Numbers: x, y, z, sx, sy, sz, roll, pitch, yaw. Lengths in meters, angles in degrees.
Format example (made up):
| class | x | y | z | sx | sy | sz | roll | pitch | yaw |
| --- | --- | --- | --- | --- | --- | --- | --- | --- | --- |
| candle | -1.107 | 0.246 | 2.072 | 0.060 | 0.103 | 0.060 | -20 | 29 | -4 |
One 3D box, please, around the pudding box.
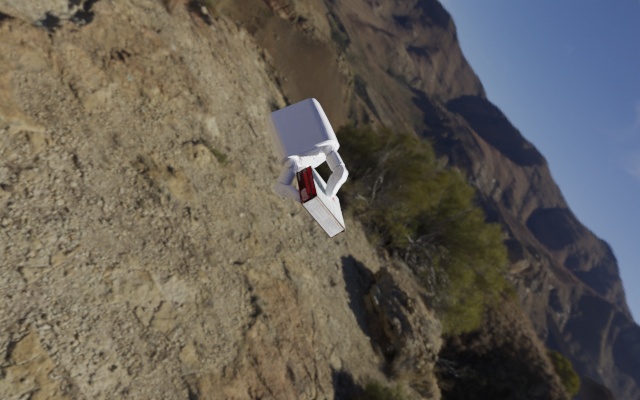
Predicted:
| class | x | y | z | sx | sy | sz | roll | pitch | yaw |
| --- | --- | --- | --- | --- | --- | --- | --- | --- | --- |
| pudding box | 0.000 | 0.003 | 0.889 | 0.039 | 0.090 | 0.113 | -29 | -50 | 16 |
